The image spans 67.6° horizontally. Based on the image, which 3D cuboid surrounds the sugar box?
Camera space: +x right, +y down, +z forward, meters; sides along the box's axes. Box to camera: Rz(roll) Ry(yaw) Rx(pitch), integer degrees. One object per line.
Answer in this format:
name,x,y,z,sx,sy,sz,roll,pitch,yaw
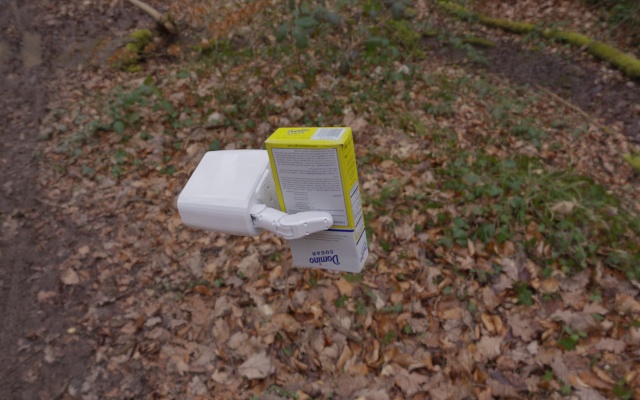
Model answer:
sugar box,0.000,0.001,0.569,0.093,0.176,0.048,4,35,22
